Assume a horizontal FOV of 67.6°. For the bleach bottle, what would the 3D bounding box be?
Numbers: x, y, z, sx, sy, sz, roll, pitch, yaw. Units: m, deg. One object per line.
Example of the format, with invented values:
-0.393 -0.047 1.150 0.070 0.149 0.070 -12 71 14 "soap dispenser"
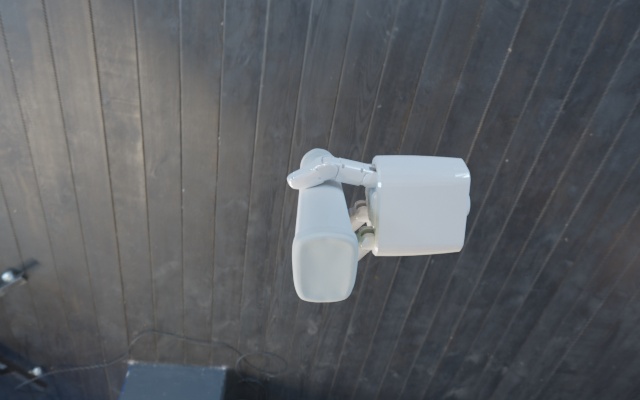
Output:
0.000 0.002 0.593 0.068 0.103 0.250 0 36 -3 "bleach bottle"
